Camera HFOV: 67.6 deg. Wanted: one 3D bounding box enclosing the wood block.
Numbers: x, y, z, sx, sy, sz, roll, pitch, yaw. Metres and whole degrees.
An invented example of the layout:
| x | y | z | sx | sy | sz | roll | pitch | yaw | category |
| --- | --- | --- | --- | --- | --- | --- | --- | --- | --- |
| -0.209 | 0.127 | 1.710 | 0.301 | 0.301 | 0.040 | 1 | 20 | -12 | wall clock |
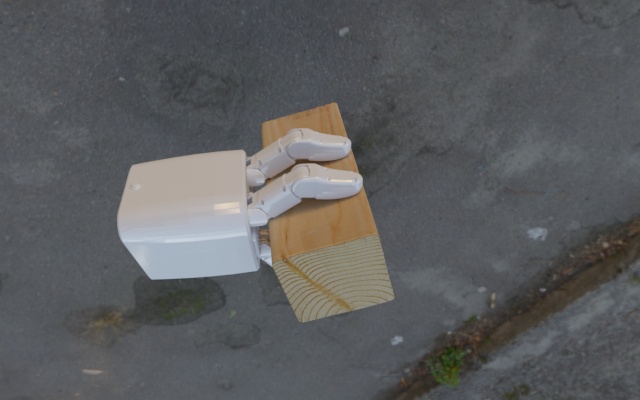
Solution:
| x | y | z | sx | sy | sz | roll | pitch | yaw | category |
| --- | --- | --- | --- | --- | --- | --- | --- | --- | --- |
| 0.000 | 0.002 | 0.474 | 0.090 | 0.091 | 0.206 | -15 | 42 | 3 | wood block |
